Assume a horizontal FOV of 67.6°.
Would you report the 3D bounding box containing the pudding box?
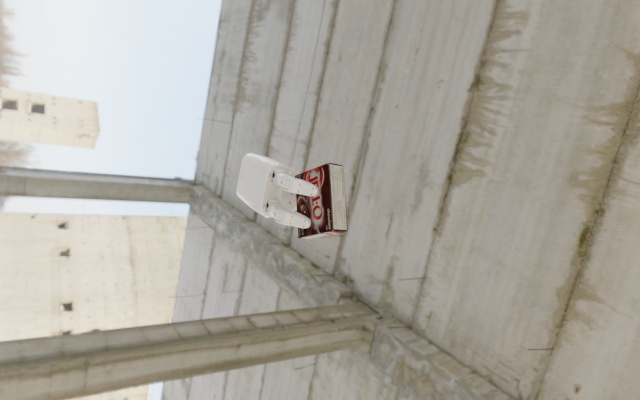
[{"bbox_3d":[0.000,0.003,0.787,0.039,0.113,0.090,2,-12,-39],"label":"pudding box"}]
